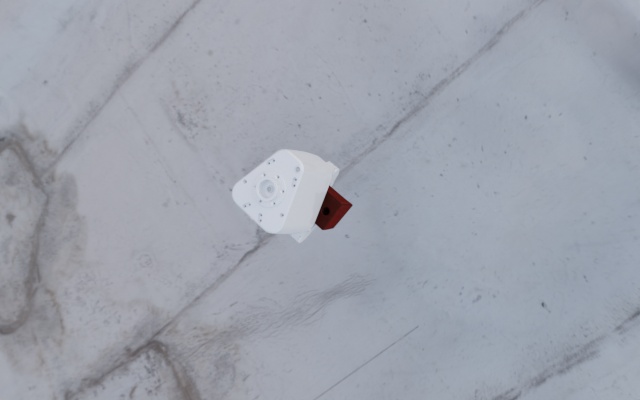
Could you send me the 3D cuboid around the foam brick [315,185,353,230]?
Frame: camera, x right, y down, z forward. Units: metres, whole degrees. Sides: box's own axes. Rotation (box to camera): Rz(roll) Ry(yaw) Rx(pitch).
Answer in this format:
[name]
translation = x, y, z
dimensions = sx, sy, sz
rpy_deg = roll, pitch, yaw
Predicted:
[foam brick]
translation = 0.000, 0.003, 0.751
dimensions = 0.078, 0.053, 0.051
rpy_deg = 41, 13, 16
